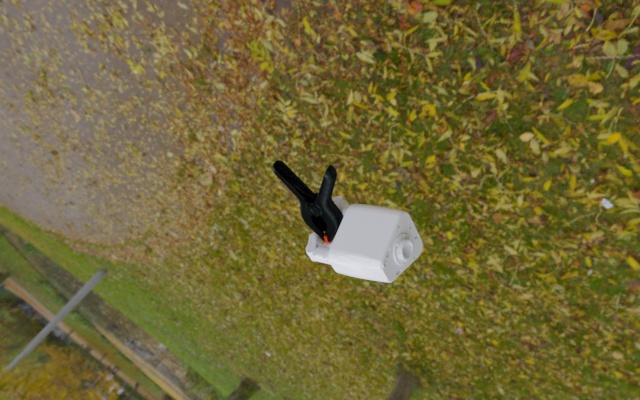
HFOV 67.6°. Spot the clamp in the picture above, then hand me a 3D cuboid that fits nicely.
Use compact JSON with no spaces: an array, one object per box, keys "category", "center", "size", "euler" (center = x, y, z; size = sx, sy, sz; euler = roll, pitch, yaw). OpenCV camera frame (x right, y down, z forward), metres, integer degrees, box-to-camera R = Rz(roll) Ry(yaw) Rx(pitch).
[{"category":"clamp","center":[0.000,0.003,0.790],"size":[0.120,0.171,0.039],"euler":[6,46,45]}]
